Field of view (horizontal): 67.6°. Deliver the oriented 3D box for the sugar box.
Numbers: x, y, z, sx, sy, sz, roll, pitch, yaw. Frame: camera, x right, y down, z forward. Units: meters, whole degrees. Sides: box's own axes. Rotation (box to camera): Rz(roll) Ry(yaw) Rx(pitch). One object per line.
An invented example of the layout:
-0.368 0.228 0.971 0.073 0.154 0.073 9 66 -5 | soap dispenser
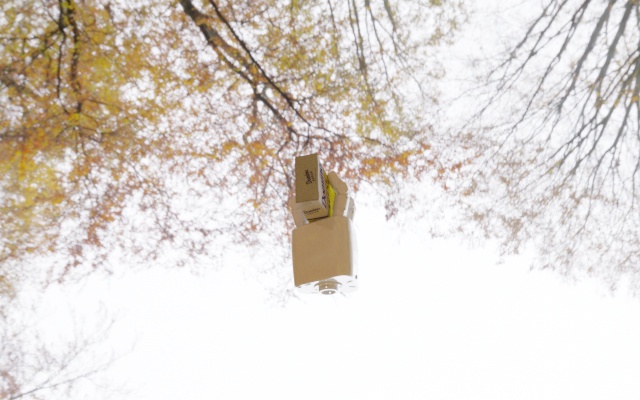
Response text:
0.001 0.003 0.852 0.048 0.093 0.176 -8 -30 10 | sugar box
